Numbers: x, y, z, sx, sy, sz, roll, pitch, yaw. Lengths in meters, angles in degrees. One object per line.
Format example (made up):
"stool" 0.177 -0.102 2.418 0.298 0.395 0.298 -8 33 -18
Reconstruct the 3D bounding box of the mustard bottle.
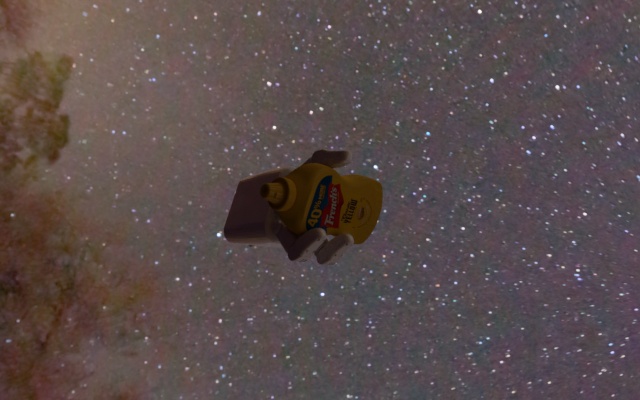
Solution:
"mustard bottle" 0.001 0.002 0.625 0.191 0.096 0.058 12 10 -45
